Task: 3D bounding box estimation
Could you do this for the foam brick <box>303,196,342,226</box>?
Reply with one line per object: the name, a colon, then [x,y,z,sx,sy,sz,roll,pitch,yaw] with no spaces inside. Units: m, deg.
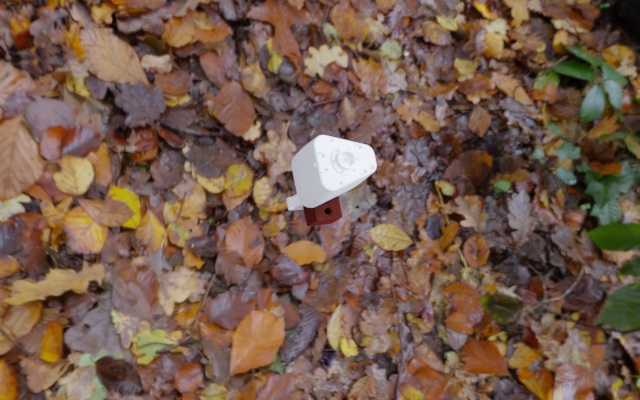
foam brick: [0.000,0.003,0.867,0.053,0.078,0.051,-7,-10,-24]
